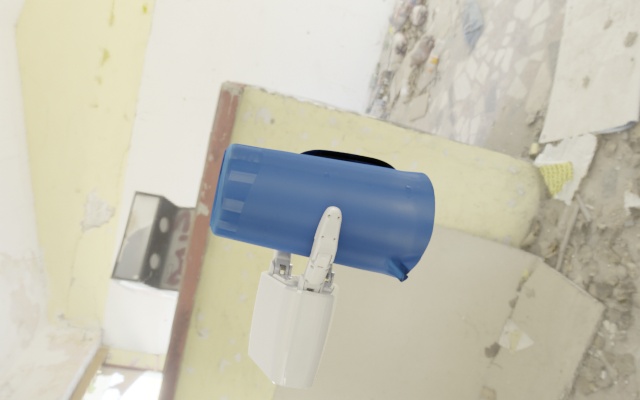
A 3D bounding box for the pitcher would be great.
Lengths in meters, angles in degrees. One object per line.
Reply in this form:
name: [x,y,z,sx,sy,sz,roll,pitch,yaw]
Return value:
pitcher: [0.000,0.002,0.571,0.243,0.145,0.149,12,0,-11]
